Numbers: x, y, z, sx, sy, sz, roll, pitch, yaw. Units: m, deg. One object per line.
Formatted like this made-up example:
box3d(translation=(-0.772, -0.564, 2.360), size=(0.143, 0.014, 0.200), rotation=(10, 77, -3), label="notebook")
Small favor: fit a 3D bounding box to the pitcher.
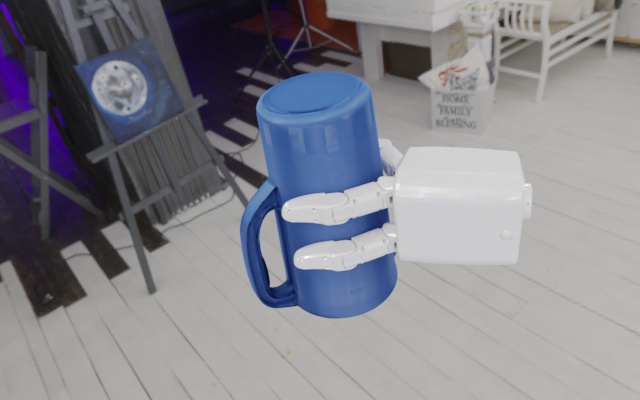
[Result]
box3d(translation=(0.000, 0.002, 0.500), size=(0.145, 0.243, 0.149), rotation=(3, 37, 18), label="pitcher")
